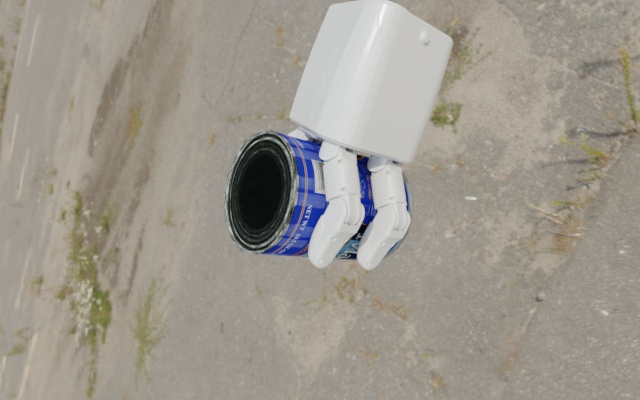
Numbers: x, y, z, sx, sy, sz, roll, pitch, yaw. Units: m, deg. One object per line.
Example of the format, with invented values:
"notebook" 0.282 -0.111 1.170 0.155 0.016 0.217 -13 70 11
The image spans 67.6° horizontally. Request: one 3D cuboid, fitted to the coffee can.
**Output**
"coffee can" 0.000 0.002 0.431 0.140 0.103 0.103 9 -6 -41
